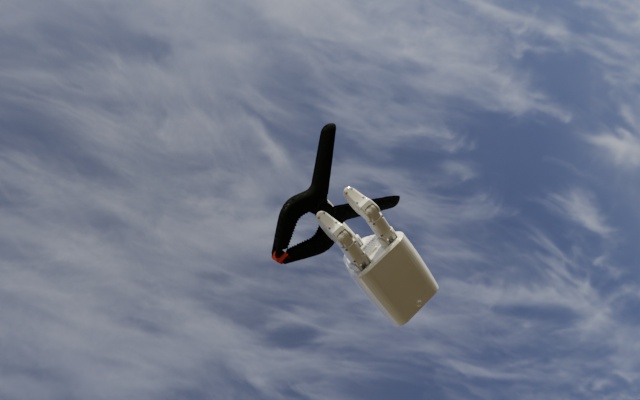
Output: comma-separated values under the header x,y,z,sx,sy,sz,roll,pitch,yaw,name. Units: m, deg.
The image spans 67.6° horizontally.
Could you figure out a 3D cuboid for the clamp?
x,y,z,sx,sy,sz,roll,pitch,yaw,name
0.000,0.003,0.696,0.210,0.164,0.036,-41,14,-14,clamp
